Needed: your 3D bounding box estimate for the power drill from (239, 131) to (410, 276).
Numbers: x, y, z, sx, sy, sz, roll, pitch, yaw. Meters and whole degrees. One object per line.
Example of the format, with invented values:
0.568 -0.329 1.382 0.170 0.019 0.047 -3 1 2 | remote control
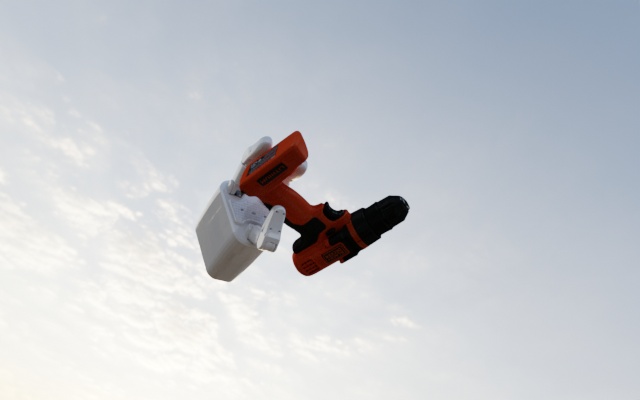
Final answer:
0.000 0.002 0.634 0.184 0.188 0.057 -33 23 18 | power drill
